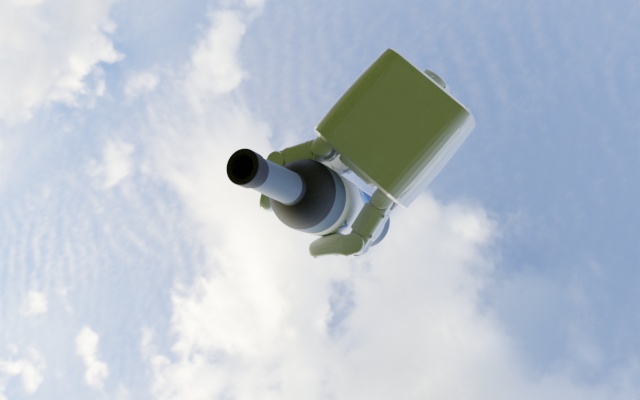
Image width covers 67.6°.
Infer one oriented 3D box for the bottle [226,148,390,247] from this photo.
[{"bbox_3d":[0.000,0.002,0.472,0.069,0.069,0.296,0,-10,23],"label":"bottle"}]
